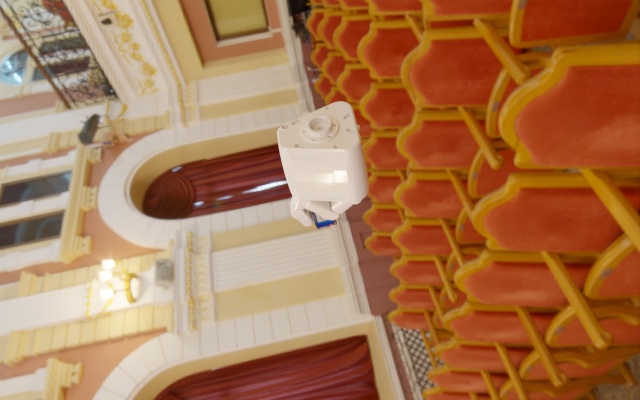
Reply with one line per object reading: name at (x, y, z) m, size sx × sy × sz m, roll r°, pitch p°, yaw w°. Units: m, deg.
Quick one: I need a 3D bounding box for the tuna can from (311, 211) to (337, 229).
tuna can at (0.000, 0.003, 0.776) m, size 0.034 × 0.086 × 0.086 m, roll -15°, pitch -1°, yaw 3°
